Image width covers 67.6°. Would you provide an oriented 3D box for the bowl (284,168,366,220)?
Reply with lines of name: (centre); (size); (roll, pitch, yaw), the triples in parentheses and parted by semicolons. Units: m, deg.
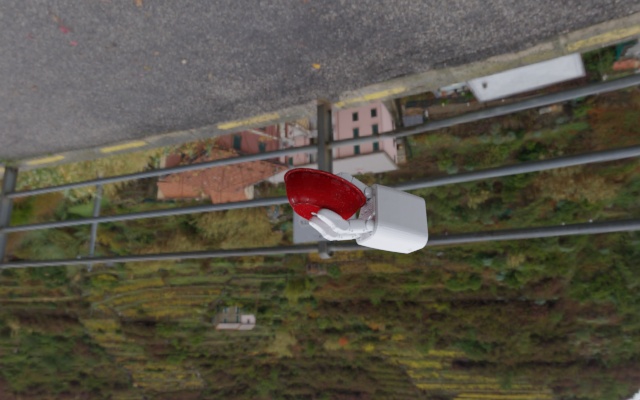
bowl: (-0.001, 0.003, 0.885); (0.162, 0.055, 0.162); (17, -21, 7)
